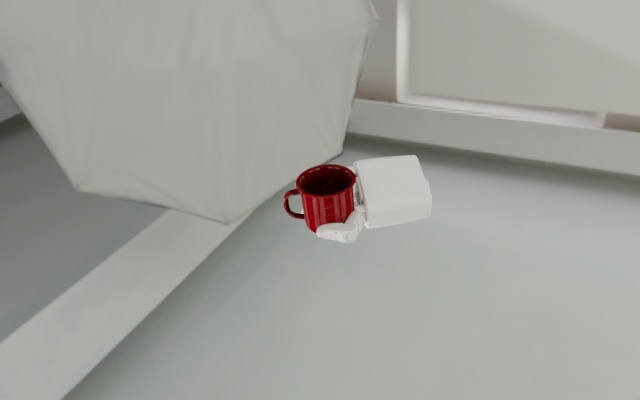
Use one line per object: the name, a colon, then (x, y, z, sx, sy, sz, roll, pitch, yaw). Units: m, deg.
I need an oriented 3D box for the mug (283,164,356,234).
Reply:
mug: (-0.001, 0.003, 0.755, 0.117, 0.082, 0.093, -8, 35, -2)
